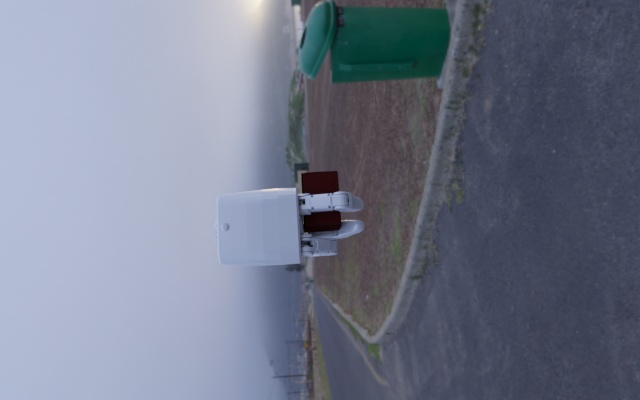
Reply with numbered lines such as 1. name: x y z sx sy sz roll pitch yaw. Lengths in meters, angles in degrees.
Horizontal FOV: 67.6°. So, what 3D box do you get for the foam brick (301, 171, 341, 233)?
1. foam brick: 0.000 0.002 0.663 0.051 0.078 0.053 -3 -11 -1
